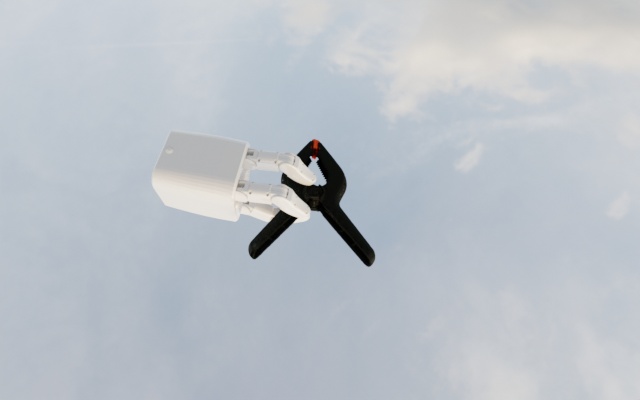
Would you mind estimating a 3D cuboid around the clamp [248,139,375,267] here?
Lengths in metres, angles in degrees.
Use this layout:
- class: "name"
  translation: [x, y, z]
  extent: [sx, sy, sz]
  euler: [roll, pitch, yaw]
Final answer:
- class: "clamp"
  translation: [0.000, 0.002, 0.670]
  extent: [0.164, 0.209, 0.036]
  euler: [11, -36, -2]
